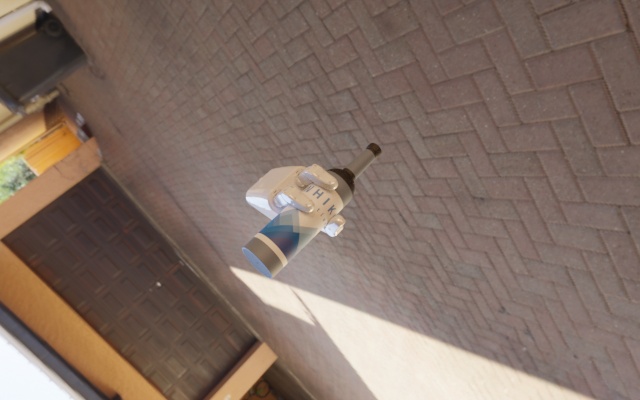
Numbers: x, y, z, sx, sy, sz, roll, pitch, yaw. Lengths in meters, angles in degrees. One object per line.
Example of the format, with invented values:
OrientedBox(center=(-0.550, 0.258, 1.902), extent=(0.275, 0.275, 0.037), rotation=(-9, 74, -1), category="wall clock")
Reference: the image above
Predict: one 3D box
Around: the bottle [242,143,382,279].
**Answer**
OrientedBox(center=(0.000, 0.003, 0.792), extent=(0.295, 0.069, 0.069), rotation=(-44, 20, -22), category="bottle")
